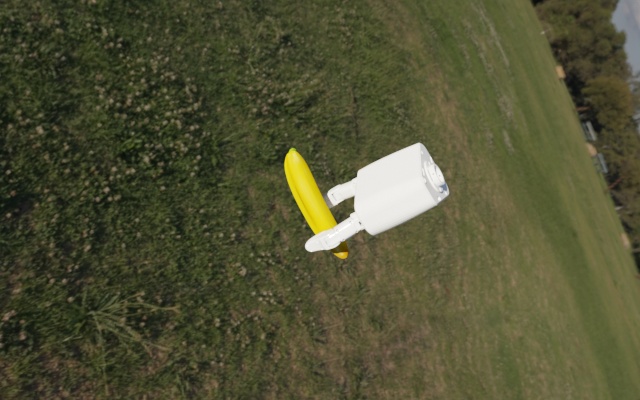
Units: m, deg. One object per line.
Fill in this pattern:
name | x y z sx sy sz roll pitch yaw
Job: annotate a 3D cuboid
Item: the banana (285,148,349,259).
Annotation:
banana | -0.009 0.000 0.730 0.037 0.197 0.069 -29 -11 24
